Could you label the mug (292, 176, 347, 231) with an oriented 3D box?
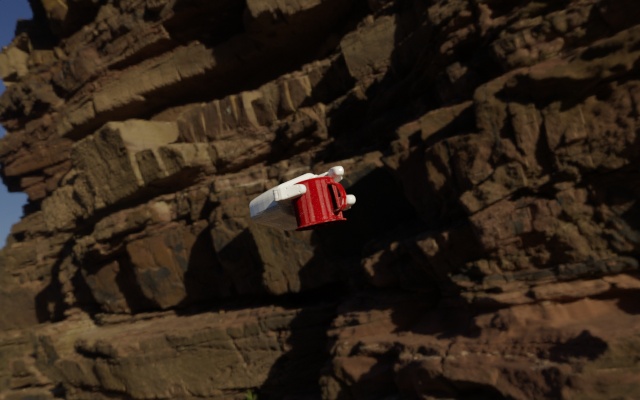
[{"bbox_3d":[0.001,0.002,0.845,0.093,0.081,0.117,-4,-11,-42],"label":"mug"}]
